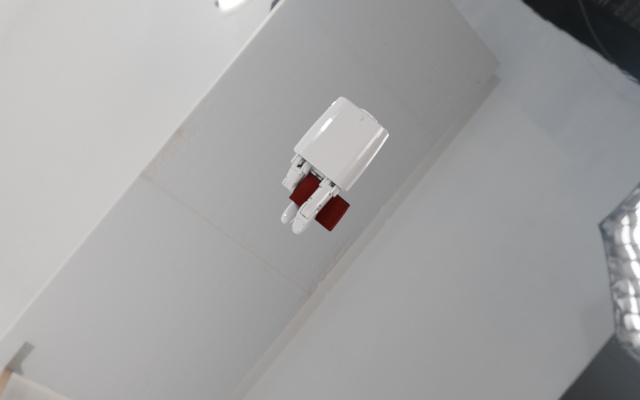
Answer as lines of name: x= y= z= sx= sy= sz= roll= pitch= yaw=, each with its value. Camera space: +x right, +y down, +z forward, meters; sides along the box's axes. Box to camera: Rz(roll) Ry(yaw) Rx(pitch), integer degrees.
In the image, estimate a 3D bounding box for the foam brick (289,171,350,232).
foam brick: x=0.000 y=0.003 z=0.718 sx=0.078 sy=0.051 sz=0.053 roll=40 pitch=-1 yaw=7
